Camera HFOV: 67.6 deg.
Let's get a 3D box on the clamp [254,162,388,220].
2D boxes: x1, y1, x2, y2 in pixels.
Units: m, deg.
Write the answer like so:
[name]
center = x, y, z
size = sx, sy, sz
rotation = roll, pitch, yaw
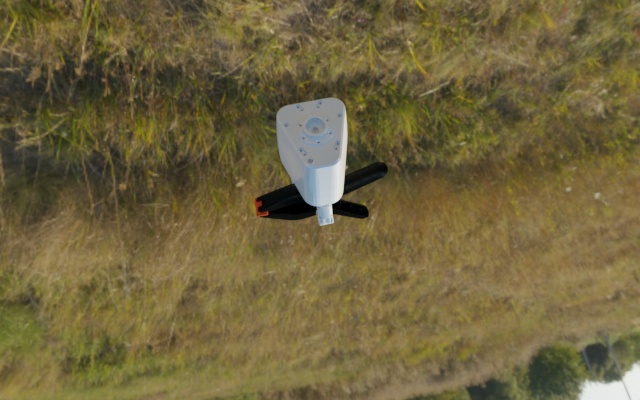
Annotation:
[clamp]
center = 0.000, 0.003, 0.782
size = 0.210, 0.036, 0.165
rotation = -11, -27, -4
